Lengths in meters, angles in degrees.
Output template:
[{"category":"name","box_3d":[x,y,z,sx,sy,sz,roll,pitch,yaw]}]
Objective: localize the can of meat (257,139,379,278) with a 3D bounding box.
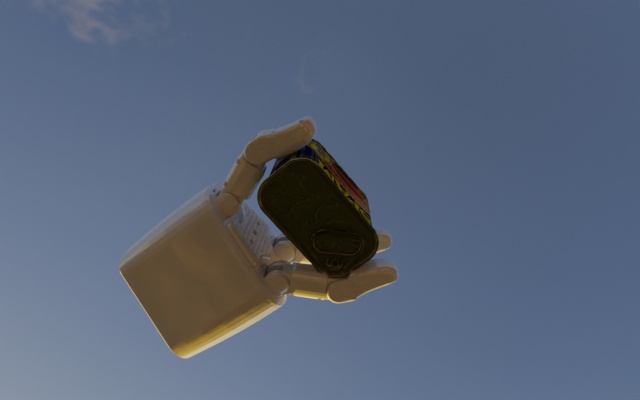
[{"category":"can of meat","box_3d":[0.000,0.001,0.403,0.057,0.102,0.084,-38,15,14]}]
